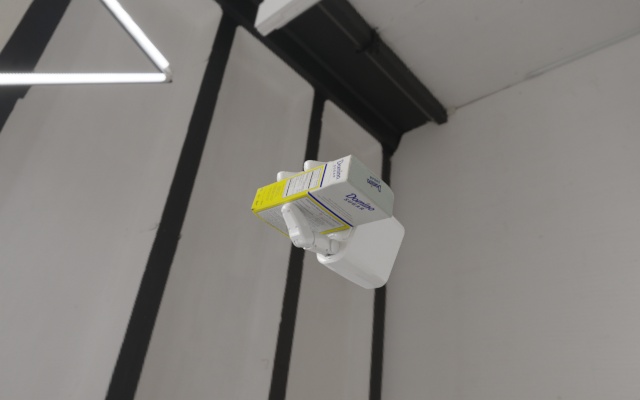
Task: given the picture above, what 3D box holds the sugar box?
[{"bbox_3d":[0.000,0.002,0.634,0.176,0.048,0.093,-19,-43,38],"label":"sugar box"}]
